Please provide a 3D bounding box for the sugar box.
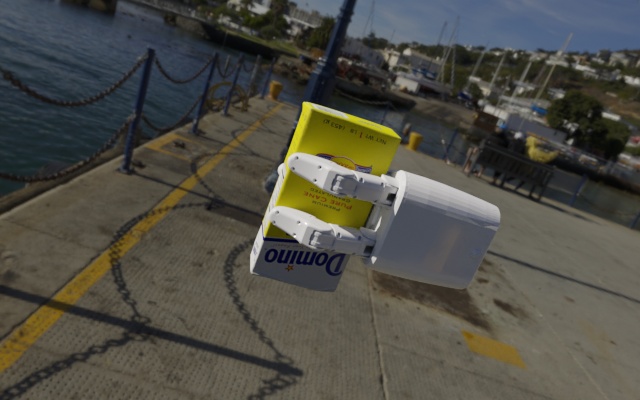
[{"bbox_3d":[0.000,0.002,0.469,0.093,0.176,0.048,16,17,-14],"label":"sugar box"}]
